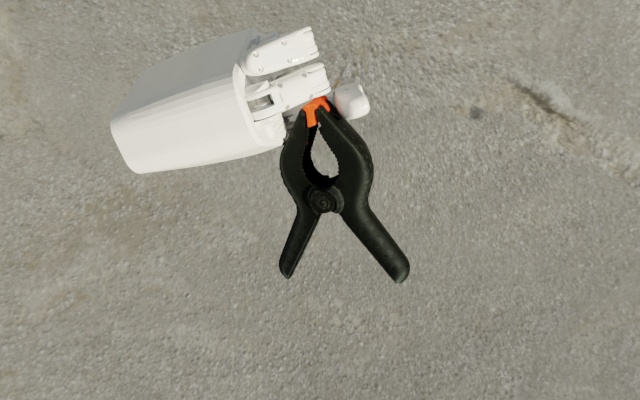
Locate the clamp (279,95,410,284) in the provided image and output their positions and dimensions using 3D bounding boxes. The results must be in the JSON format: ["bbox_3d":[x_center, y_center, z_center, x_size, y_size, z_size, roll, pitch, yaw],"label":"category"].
[{"bbox_3d":[0.000,0.001,0.407,0.120,0.171,0.039,-12,18,17],"label":"clamp"}]
